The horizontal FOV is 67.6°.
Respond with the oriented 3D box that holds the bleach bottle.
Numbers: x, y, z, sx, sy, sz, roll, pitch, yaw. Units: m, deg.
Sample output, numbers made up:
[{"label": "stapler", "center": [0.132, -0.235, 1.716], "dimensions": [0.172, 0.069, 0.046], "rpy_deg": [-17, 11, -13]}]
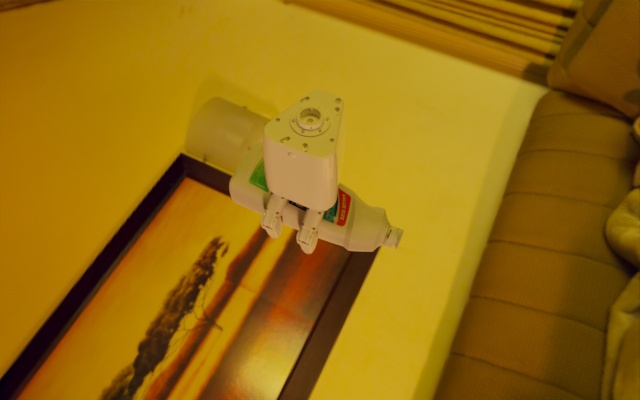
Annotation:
[{"label": "bleach bottle", "center": [0.000, 0.002, 0.688], "dimensions": [0.251, 0.102, 0.068], "rpy_deg": [22, -31, 13]}]
